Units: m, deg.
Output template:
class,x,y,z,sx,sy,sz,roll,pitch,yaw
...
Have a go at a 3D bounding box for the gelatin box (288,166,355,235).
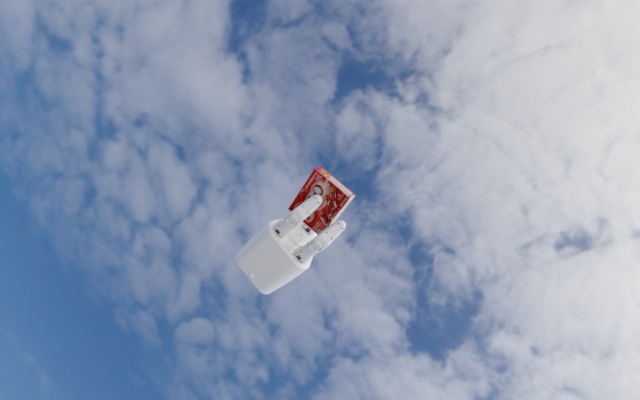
class,x,y,z,sx,sy,sz,roll,pitch,yaw
gelatin box,0.000,0.002,0.766,0.073,0.089,0.030,41,26,10
